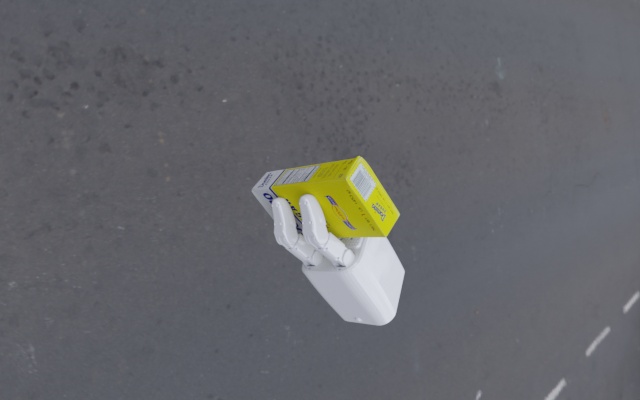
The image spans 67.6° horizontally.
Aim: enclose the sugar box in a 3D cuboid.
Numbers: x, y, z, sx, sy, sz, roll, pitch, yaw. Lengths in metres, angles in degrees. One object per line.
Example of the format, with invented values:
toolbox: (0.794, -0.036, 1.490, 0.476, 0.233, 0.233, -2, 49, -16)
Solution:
sugar box: (0.000, 0.002, 0.591, 0.176, 0.093, 0.048, -8, 37, 45)
